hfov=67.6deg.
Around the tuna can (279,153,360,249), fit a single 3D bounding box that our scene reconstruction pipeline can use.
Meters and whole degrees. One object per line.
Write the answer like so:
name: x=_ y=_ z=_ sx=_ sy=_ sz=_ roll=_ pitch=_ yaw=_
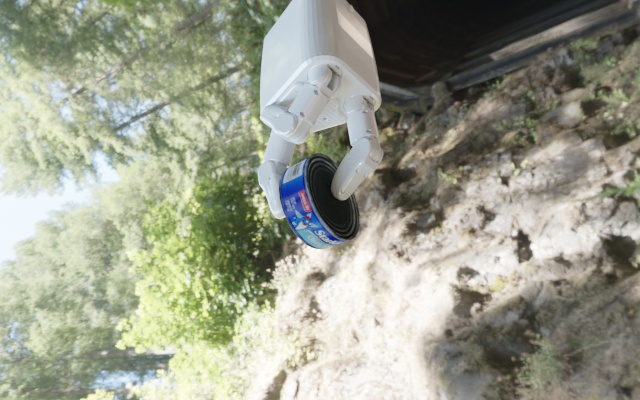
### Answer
tuna can: x=0.000 y=0.002 z=0.445 sx=0.034 sy=0.086 sz=0.086 roll=-24 pitch=-12 yaw=28
